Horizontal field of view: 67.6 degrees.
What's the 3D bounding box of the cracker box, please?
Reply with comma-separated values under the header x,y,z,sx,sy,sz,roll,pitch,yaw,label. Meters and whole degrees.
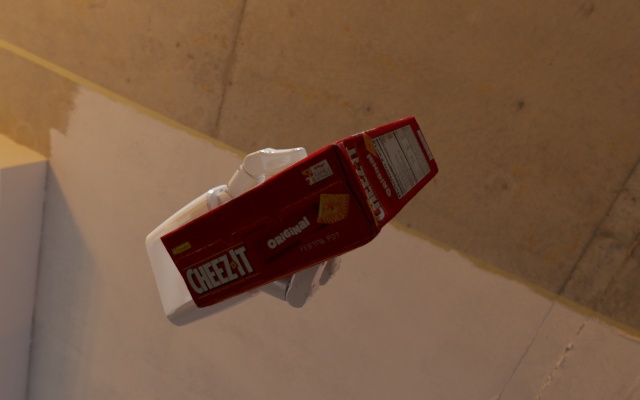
x,y,z,sx,sy,sz,roll,pitch,yaw,label
0.000,0.001,0.414,0.164,0.072,0.213,-26,2,27,cracker box
